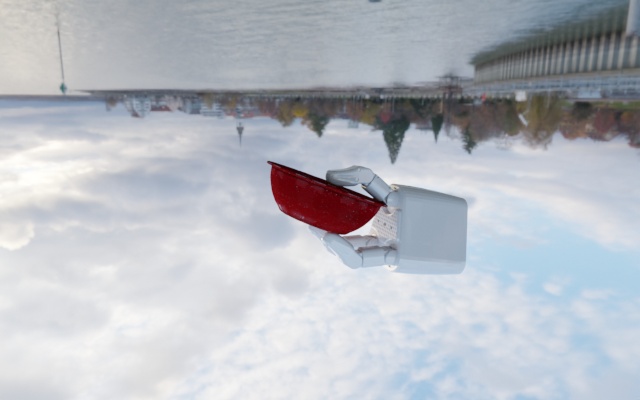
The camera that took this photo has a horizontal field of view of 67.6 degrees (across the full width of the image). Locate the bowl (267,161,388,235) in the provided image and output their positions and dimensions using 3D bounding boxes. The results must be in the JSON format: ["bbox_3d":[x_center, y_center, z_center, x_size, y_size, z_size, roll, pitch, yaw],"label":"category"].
[{"bbox_3d":[-0.001,0.002,0.604,0.162,0.055,0.162,21,4,-1],"label":"bowl"}]
